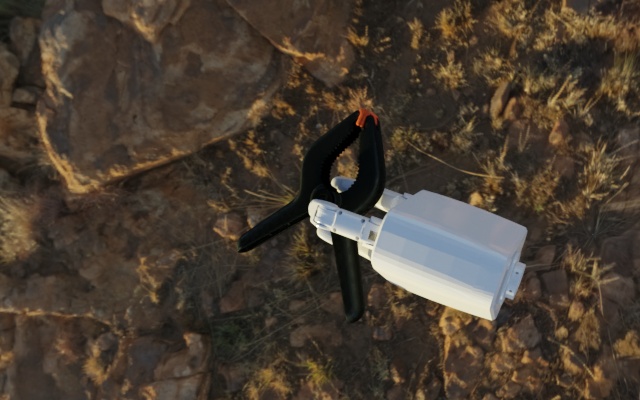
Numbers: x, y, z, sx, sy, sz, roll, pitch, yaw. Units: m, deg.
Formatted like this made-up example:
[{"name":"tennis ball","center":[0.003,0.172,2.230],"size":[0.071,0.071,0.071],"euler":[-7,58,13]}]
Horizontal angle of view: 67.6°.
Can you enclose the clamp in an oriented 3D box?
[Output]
[{"name":"clamp","center":[0.000,0.001,0.504],"size":[0.164,0.210,0.036],"euler":[20,7,23]}]
